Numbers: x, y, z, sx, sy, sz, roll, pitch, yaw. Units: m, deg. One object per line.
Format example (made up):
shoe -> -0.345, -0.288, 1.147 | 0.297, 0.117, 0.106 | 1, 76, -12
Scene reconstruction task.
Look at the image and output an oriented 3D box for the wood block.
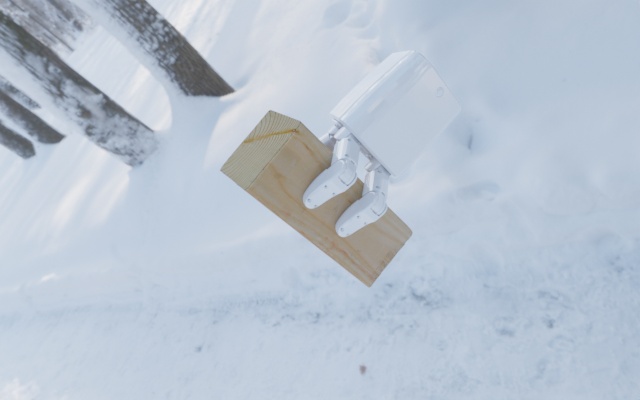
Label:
wood block -> 0.000, 0.001, 0.551 | 0.206, 0.090, 0.090 | 41, -4, -32
